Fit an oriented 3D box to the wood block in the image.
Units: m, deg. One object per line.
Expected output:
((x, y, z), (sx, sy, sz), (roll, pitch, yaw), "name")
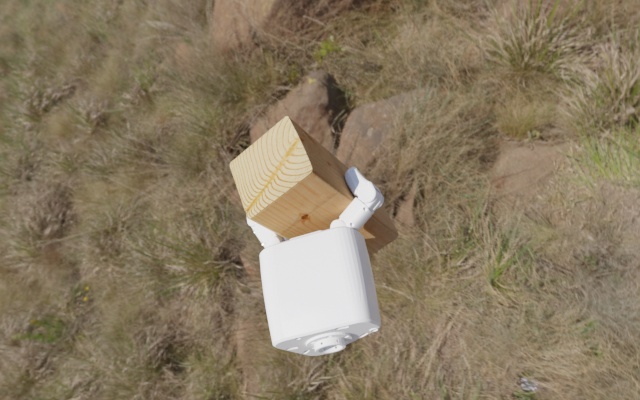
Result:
((0.000, 0.002, 0.583), (0.091, 0.090, 0.206), (-37, -38, 15), "wood block")
